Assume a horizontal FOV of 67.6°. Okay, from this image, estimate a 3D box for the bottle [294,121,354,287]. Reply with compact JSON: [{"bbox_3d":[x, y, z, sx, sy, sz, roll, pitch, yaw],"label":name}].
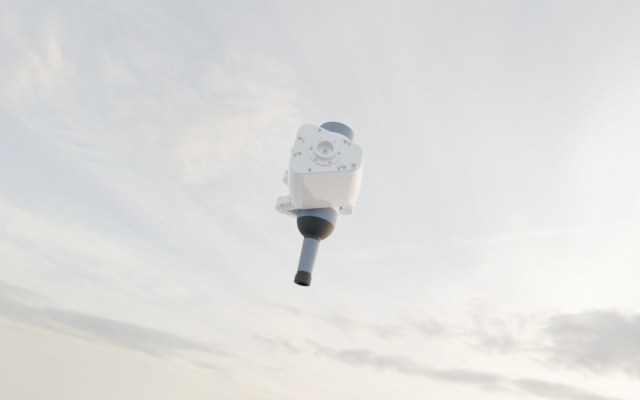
[{"bbox_3d":[0.000,0.002,0.814,0.069,0.295,0.069,10,-27,5],"label":"bottle"}]
